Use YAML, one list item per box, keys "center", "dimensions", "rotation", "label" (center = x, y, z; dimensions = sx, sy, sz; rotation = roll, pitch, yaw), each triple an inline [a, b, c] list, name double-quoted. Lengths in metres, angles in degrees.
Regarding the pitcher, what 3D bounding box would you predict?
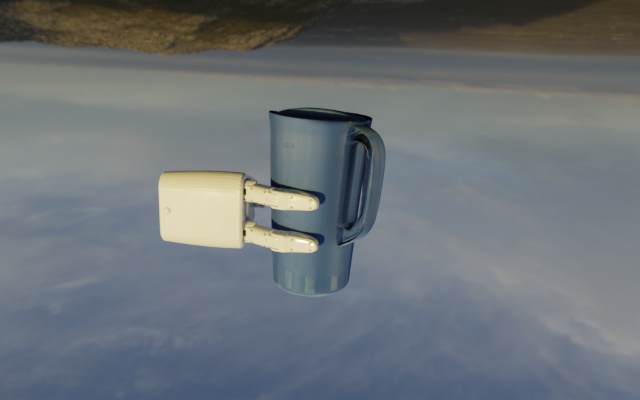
- center: [0.000, 0.002, 0.633]
  dimensions: [0.145, 0.243, 0.149]
  rotation: [3, 16, 0]
  label: "pitcher"
